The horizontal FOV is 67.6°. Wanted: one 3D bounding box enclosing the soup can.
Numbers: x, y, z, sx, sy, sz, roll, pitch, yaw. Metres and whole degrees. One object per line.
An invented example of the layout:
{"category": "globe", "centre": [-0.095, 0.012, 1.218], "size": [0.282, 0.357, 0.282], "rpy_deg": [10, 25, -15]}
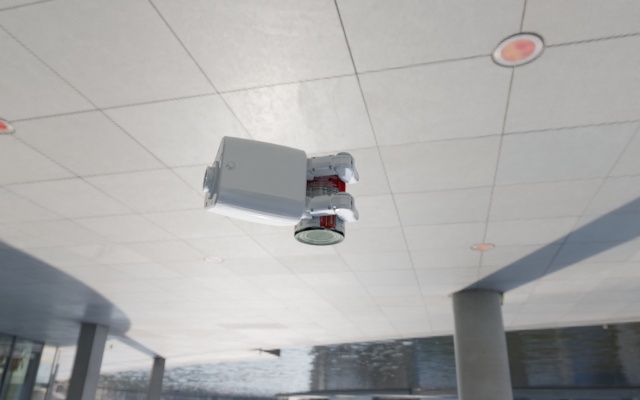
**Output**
{"category": "soup can", "centre": [0.001, 0.002, 0.633], "size": [0.068, 0.102, 0.068], "rpy_deg": [2, -23, 1]}
